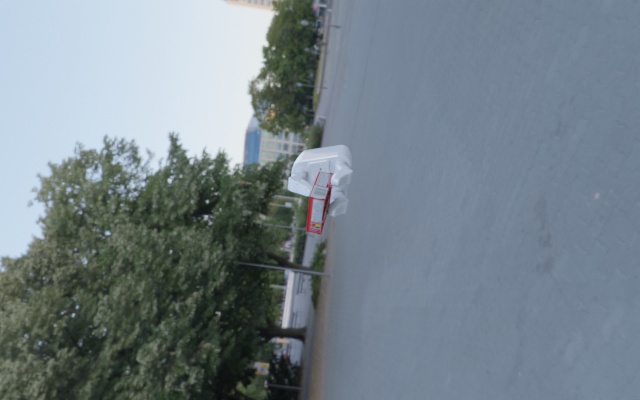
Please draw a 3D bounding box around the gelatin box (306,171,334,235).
[{"bbox_3d":[0.000,0.003,0.818,0.030,0.073,0.089,11,33,5],"label":"gelatin box"}]
